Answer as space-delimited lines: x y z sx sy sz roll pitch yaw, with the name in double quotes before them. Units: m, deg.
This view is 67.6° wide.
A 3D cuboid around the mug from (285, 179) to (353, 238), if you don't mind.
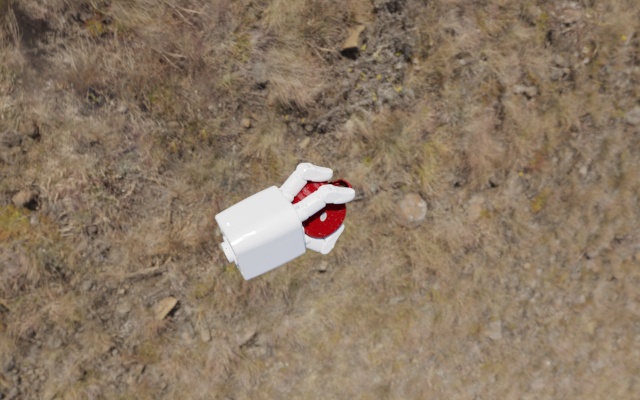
"mug" 0.001 0.002 0.782 0.117 0.093 0.081 -26 39 -14
